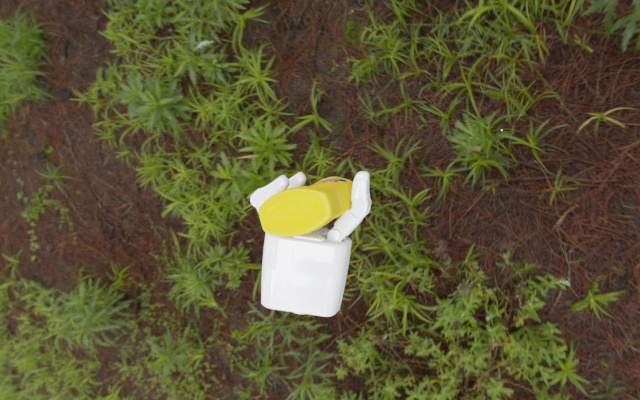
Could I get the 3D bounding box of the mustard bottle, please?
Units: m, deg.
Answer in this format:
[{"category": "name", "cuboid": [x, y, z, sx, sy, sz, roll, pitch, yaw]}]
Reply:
[{"category": "mustard bottle", "cuboid": [0.000, 0.002, 0.650, 0.096, 0.058, 0.191, -15, 2, 22]}]
